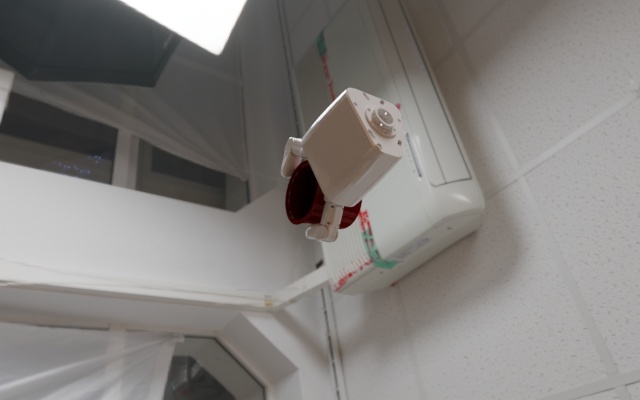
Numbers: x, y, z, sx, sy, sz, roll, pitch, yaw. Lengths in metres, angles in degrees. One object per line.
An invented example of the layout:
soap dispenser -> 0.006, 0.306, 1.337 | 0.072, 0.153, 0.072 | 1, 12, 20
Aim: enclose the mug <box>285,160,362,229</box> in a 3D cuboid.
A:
mug -> 0.000, 0.003, 0.698 | 0.081, 0.093, 0.117 | 13, -39, -30
